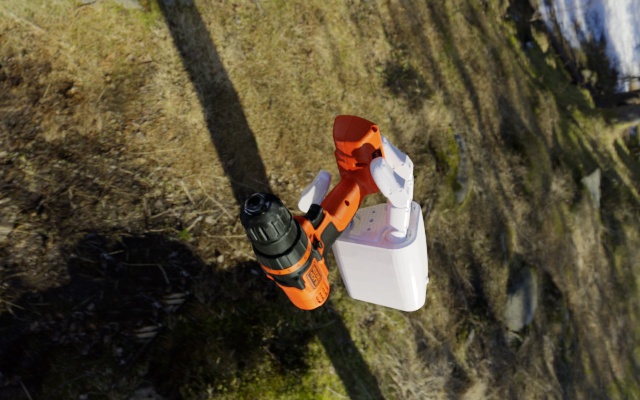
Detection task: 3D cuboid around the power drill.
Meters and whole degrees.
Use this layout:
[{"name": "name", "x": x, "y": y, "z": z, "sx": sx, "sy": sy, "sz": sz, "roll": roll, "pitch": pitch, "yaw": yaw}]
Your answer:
[{"name": "power drill", "x": 0.000, "y": 0.001, "z": 0.494, "sx": 0.057, "sy": 0.187, "sz": 0.185, "roll": 21, "pitch": -27, "yaw": 27}]
